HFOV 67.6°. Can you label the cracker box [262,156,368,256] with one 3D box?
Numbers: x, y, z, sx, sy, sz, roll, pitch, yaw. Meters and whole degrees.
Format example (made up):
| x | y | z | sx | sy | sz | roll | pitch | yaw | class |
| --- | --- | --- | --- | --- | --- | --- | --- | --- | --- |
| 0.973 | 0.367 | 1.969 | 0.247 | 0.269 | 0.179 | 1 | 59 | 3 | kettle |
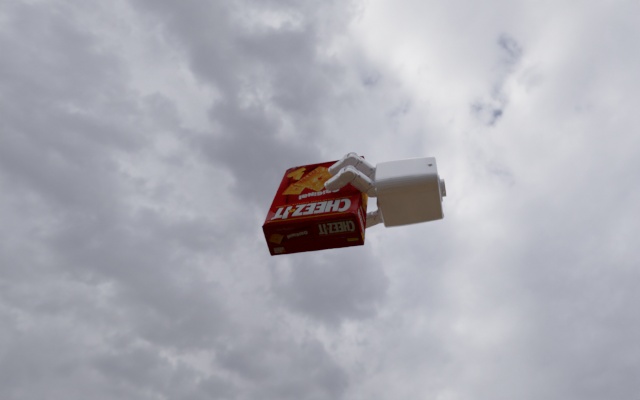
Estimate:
| x | y | z | sx | sy | sz | roll | pitch | yaw | class |
| --- | --- | --- | --- | --- | --- | --- | --- | --- | --- |
| 0.000 | 0.003 | 0.866 | 0.164 | 0.072 | 0.213 | -8 | 28 | 14 | cracker box |
